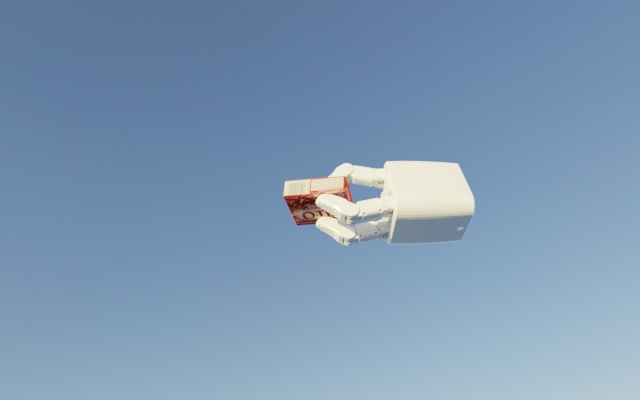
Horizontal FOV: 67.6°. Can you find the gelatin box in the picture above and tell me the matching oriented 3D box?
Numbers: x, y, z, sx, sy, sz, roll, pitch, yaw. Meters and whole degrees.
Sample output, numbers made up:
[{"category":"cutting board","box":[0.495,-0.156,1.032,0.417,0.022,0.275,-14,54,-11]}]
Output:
[{"category":"gelatin box","box":[0.000,0.002,0.670,0.089,0.030,0.073,-4,-37,12]}]
